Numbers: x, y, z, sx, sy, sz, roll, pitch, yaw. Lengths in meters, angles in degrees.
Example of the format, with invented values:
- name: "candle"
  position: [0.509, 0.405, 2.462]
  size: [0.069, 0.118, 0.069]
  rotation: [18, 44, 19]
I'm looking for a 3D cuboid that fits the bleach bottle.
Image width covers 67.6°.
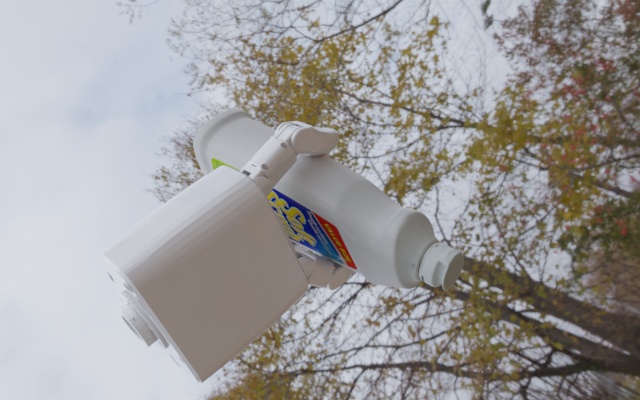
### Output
- name: "bleach bottle"
  position: [0.000, 0.001, 0.401]
  size: [0.250, 0.103, 0.068]
  rotation: [25, 54, 37]
